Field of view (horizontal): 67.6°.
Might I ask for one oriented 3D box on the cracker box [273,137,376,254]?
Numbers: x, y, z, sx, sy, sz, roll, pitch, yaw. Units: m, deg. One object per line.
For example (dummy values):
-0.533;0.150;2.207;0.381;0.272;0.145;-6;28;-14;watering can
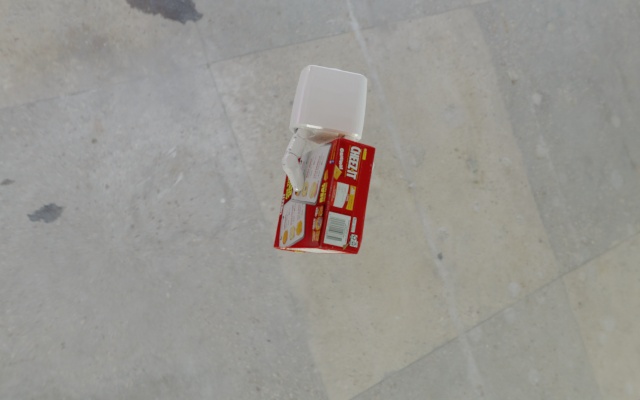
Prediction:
0.000;0.002;0.774;0.072;0.164;0.214;13;-10;-21;cracker box
